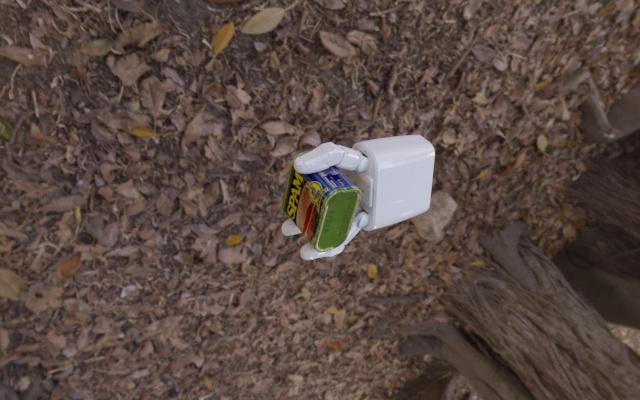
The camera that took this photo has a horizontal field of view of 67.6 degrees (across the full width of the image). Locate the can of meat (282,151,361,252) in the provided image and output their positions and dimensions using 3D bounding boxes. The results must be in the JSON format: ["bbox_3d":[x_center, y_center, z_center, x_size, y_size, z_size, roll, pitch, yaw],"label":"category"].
[{"bbox_3d":[0.000,0.002,0.602,0.057,0.102,0.084,-11,42,-32],"label":"can of meat"}]
